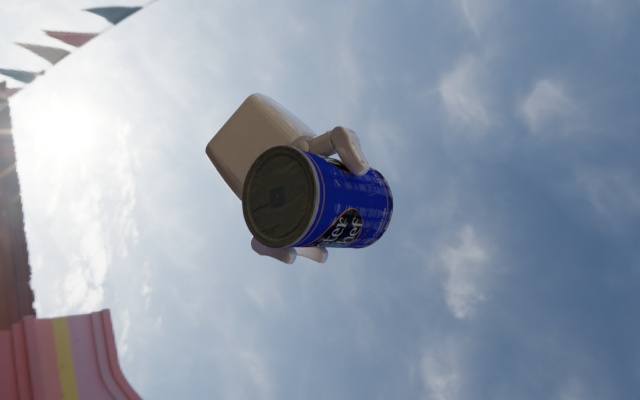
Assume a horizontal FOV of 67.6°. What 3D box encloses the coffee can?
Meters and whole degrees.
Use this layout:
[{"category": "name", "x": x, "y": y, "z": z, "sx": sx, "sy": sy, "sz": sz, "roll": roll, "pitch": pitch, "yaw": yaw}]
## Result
[{"category": "coffee can", "x": 0.000, "y": 0.002, "z": 0.525, "sx": 0.103, "sy": 0.103, "sz": 0.140, "roll": 0, "pitch": -5, "yaw": 39}]
